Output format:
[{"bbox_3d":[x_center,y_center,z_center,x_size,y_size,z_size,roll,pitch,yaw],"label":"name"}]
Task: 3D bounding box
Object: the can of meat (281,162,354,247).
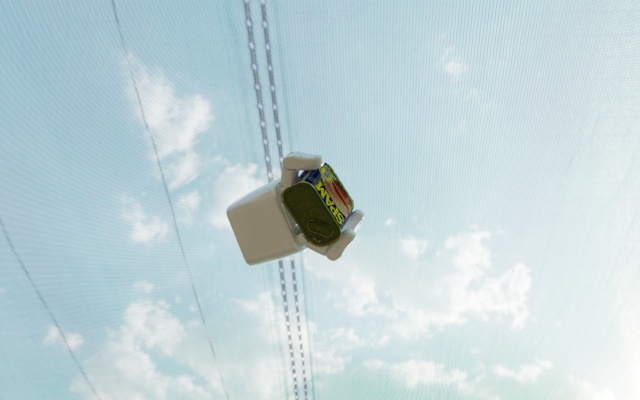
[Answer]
[{"bbox_3d":[0.000,0.002,0.700,0.057,0.102,0.084,-24,17,30],"label":"can of meat"}]
